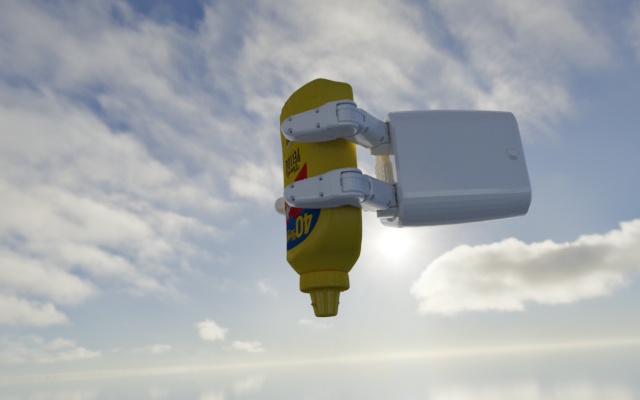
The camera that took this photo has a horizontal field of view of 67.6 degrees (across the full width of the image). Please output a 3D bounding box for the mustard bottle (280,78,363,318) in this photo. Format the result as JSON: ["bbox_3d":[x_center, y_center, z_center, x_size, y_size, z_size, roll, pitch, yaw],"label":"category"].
[{"bbox_3d":[0.000,0.001,0.408,0.058,0.191,0.096,5,-20,-25],"label":"mustard bottle"}]
